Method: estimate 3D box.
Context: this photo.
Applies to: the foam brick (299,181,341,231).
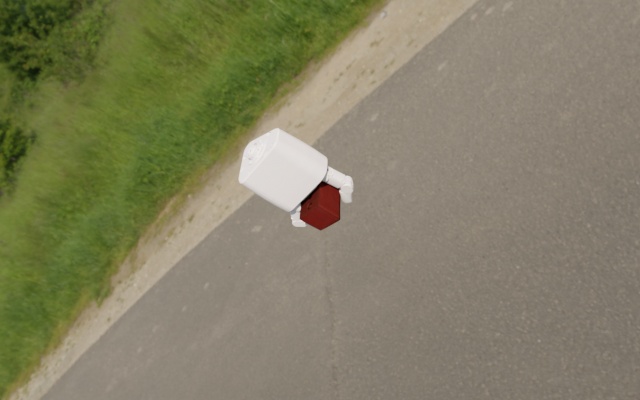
[{"bbox_3d":[0.000,0.003,0.836,0.051,0.078,0.053,30,-45,-30],"label":"foam brick"}]
